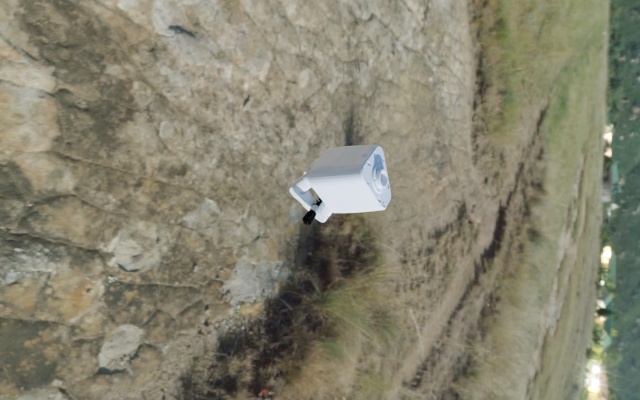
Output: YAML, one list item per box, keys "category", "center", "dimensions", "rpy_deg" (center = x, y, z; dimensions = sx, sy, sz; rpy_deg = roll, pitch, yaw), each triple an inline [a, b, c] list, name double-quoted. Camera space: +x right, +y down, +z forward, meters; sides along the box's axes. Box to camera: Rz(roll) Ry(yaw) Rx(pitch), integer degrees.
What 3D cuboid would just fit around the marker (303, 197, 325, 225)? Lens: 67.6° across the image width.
- category: "marker"
  center: [0.000, 0.003, 0.881]
  dimensions: [0.020, 0.020, 0.121]
  rpy_deg: [0, 37, 33]
